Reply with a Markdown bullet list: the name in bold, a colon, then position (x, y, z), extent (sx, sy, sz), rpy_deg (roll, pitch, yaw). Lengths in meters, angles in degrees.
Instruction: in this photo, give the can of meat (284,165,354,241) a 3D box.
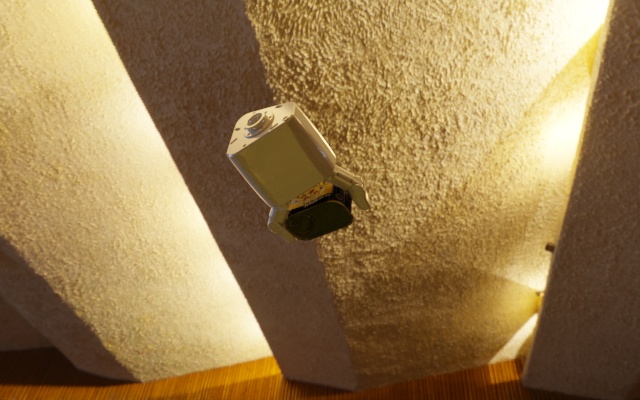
- **can of meat**: position (0.000, 0.002, 0.725), extent (0.102, 0.083, 0.057), rpy_deg (-22, -51, 26)
